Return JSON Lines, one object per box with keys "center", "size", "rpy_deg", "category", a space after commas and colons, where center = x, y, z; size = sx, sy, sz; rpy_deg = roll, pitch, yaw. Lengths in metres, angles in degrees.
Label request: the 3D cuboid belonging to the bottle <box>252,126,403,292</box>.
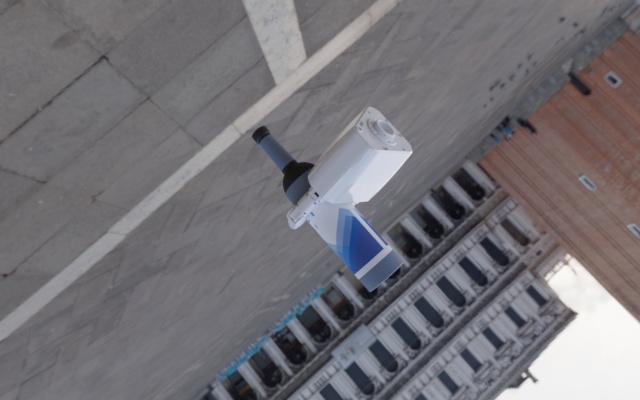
{"center": [0.000, 0.003, 0.717], "size": [0.069, 0.295, 0.069], "rpy_deg": [-40, -9, -8], "category": "bottle"}
